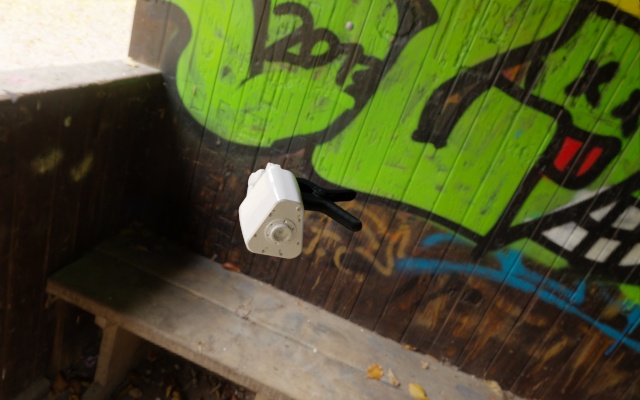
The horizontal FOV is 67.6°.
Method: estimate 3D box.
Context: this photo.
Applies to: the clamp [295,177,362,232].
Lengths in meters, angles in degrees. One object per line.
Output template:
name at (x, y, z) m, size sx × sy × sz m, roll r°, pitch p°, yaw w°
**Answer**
clamp at (0.000, 0.002, 0.863) m, size 0.171 × 0.039 × 0.120 m, roll 11°, pitch 27°, yaw -20°
